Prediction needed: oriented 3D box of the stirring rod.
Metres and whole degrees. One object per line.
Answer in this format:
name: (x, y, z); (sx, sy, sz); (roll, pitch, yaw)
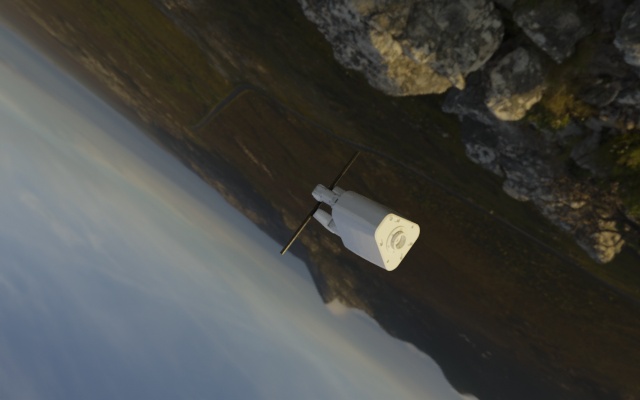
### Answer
stirring rod: (0.000, 0.003, 0.890); (0.011, 0.239, 0.011); (36, -8, 6)
